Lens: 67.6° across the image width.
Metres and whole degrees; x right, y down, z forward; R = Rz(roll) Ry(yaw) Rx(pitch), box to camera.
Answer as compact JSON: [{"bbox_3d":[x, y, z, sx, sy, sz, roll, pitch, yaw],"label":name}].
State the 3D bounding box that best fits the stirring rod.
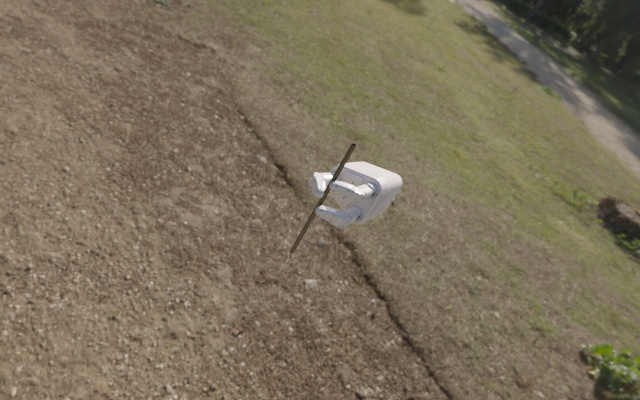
[{"bbox_3d":[0.000,0.003,0.825,0.011,0.240,0.011,23,28,-13],"label":"stirring rod"}]
